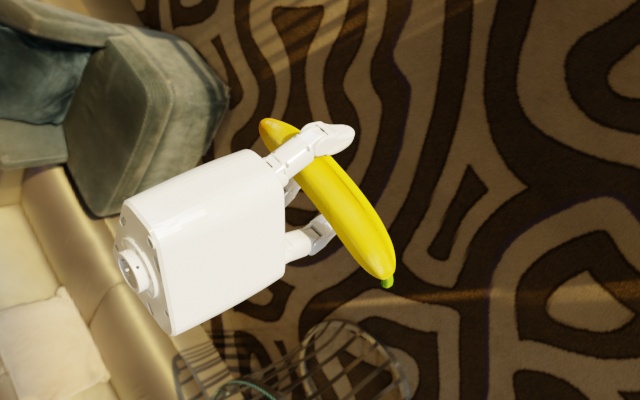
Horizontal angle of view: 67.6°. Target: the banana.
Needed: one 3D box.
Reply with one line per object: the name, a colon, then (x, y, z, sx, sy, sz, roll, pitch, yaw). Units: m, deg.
banana: (0.008, -0.001, 0.422, 0.037, 0.198, 0.070, -35, -2, -25)
